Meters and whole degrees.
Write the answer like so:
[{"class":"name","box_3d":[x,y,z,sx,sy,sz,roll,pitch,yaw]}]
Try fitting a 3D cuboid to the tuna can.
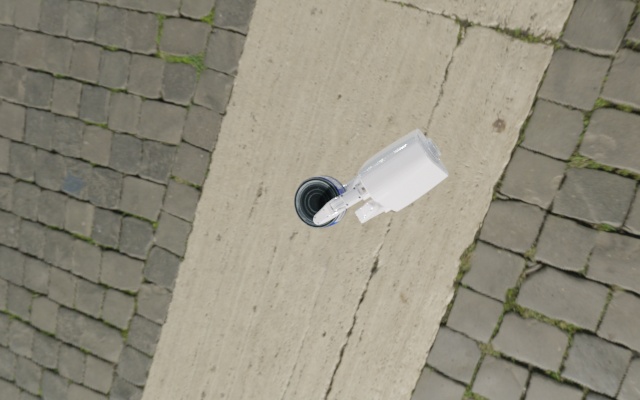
[{"class":"tuna can","box_3d":[0.000,0.003,0.783,0.086,0.086,0.034,0,6,24]}]
